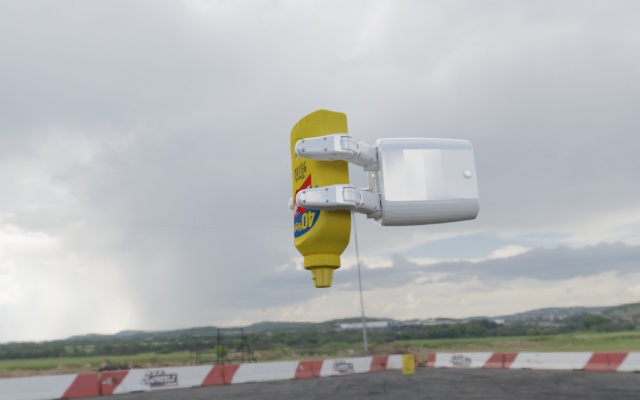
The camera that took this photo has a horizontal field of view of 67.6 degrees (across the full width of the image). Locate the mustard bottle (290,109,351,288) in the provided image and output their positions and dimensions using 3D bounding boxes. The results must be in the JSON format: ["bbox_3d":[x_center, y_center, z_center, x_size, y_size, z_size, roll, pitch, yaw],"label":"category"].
[{"bbox_3d":[0.000,0.002,0.541,0.058,0.191,0.096,6,-18,-26],"label":"mustard bottle"}]
